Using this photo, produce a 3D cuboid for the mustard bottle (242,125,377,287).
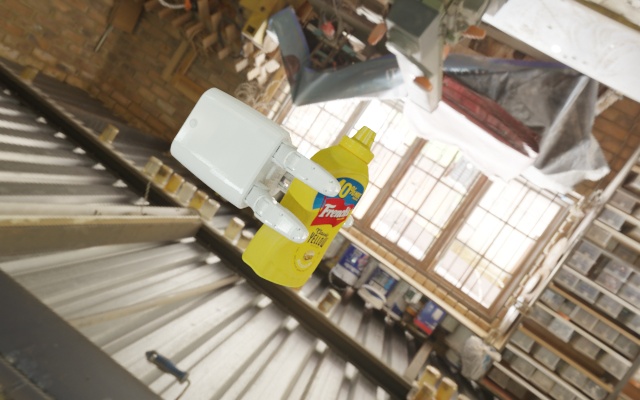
[{"bbox_3d":[0.000,0.002,0.522,0.058,0.191,0.096,37,5,35],"label":"mustard bottle"}]
